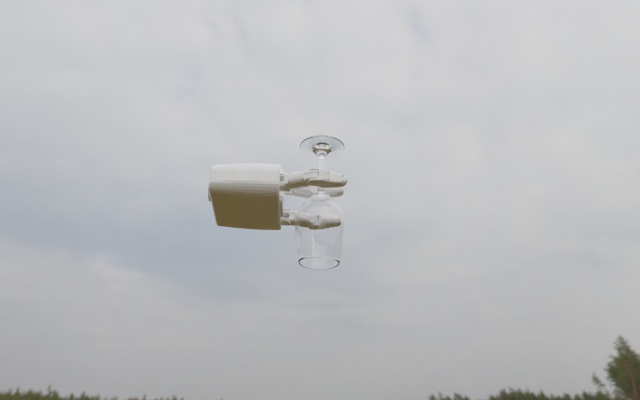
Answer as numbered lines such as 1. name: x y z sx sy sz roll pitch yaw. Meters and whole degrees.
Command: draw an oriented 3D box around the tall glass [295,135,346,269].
1. tall glass: 0.000 0.002 0.746 0.079 0.201 0.079 1 -25 0
